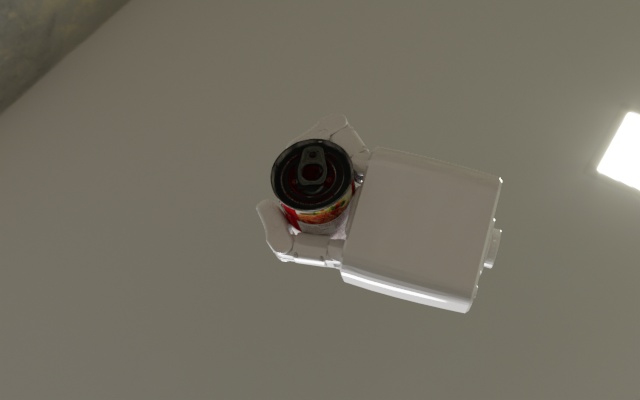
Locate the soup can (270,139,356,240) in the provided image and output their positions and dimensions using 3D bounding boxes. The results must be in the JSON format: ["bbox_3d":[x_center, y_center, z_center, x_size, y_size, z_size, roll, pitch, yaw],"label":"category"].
[{"bbox_3d":[0.000,0.002,0.427,0.068,0.068,0.102,0,-28,9],"label":"soup can"}]
